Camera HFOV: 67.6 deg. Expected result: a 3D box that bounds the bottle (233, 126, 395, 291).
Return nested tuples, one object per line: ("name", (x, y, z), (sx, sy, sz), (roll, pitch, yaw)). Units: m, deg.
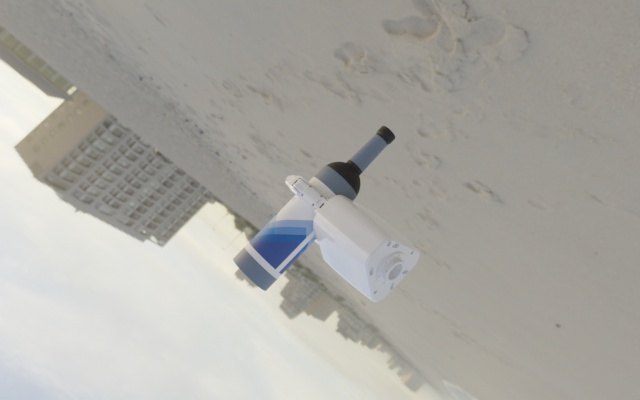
("bottle", (0.000, 0.002, 0.699), (0.069, 0.295, 0.069), (44, -6, 6))
